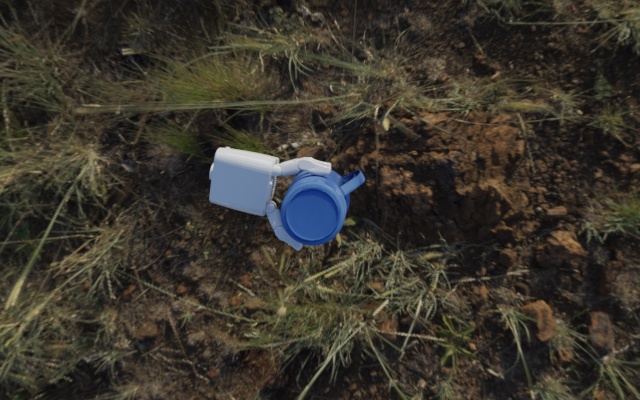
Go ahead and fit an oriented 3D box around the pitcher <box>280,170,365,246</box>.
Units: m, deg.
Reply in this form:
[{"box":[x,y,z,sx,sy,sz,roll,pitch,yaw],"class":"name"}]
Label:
[{"box":[0.000,0.003,0.898,0.145,0.149,0.243,16,7,0],"class":"pitcher"}]
